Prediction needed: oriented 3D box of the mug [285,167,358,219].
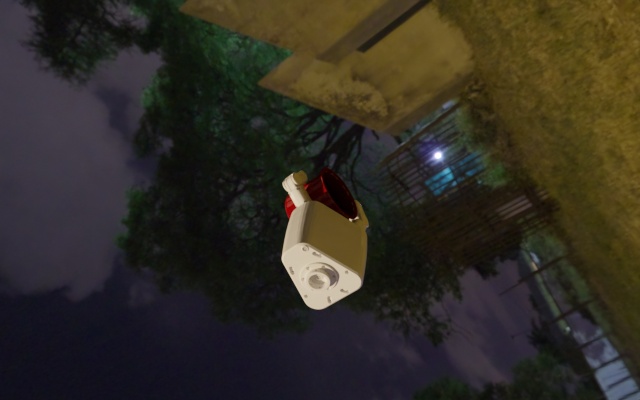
[{"bbox_3d":[0.000,0.002,0.764,0.081,0.093,0.117,-33,20,22],"label":"mug"}]
